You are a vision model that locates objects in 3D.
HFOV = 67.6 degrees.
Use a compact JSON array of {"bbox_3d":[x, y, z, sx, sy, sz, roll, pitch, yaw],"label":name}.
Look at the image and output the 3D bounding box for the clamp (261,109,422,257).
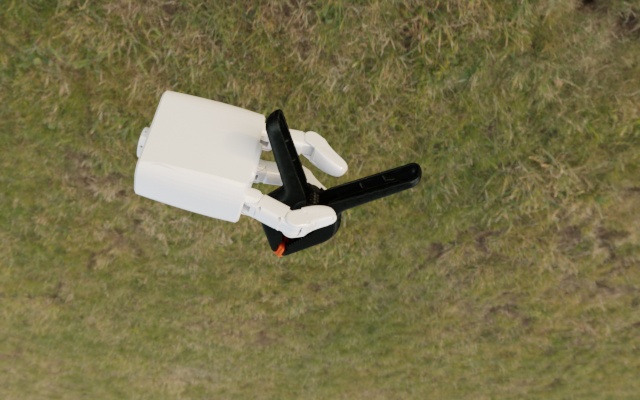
[{"bbox_3d":[0.000,0.003,0.525,0.164,0.036,0.210,15,-41,-10],"label":"clamp"}]
